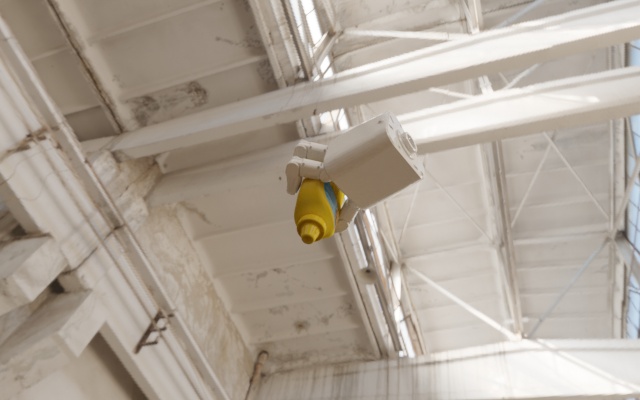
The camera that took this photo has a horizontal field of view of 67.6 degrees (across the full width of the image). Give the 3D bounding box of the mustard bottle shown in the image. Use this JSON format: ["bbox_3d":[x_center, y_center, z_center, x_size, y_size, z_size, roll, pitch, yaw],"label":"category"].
[{"bbox_3d":[0.000,0.002,0.727,0.058,0.096,0.191,-4,31,14],"label":"mustard bottle"}]
